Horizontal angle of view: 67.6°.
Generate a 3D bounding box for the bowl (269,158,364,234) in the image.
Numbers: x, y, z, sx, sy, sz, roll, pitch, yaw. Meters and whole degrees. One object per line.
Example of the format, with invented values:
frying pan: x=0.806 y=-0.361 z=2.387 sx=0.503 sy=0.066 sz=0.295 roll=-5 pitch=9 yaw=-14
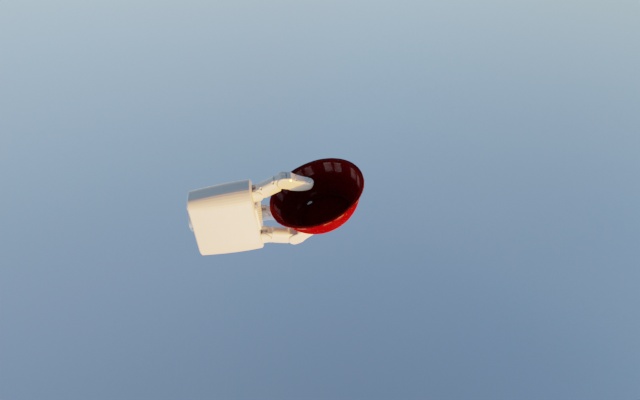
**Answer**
bowl: x=0.002 y=0.003 z=0.788 sx=0.162 sy=0.162 sz=0.055 roll=0 pitch=-44 yaw=26
